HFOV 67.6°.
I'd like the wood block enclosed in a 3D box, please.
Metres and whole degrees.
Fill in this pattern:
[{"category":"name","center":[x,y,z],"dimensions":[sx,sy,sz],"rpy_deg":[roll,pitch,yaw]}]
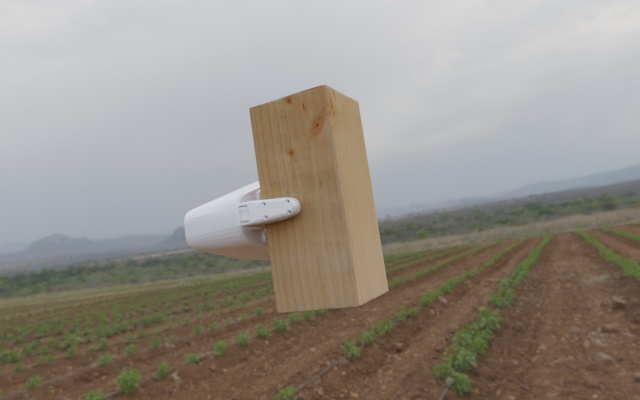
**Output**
[{"category":"wood block","center":[0.000,0.002,0.490],"dimensions":[0.090,0.206,0.091],"rpy_deg":[-11,-5,26]}]
